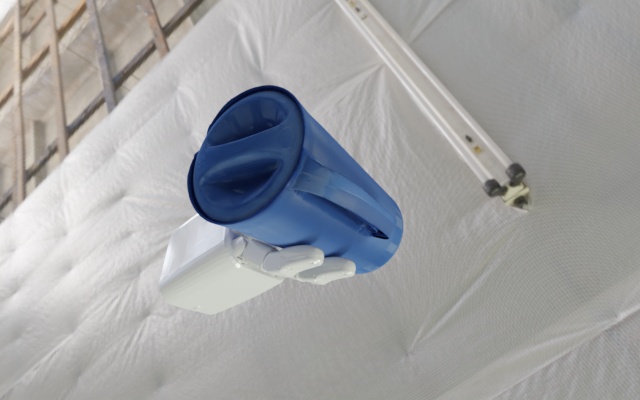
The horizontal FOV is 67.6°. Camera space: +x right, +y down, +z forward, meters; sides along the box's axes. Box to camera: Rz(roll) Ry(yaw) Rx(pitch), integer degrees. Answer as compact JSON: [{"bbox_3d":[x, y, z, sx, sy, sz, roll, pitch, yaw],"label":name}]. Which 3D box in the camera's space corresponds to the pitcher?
[{"bbox_3d":[0.000,0.002,0.494,0.145,0.149,0.243,-30,-35,21],"label":"pitcher"}]
